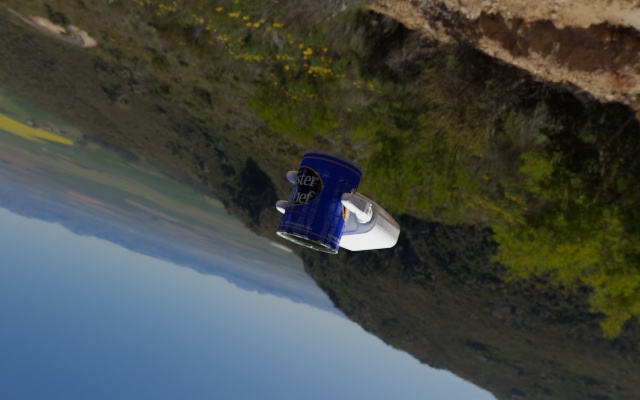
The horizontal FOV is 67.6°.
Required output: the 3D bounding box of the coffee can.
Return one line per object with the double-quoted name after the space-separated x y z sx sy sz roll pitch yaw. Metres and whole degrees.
0.000 0.002 0.769 0.103 0.140 0.103 18 -12 4 "coffee can"
